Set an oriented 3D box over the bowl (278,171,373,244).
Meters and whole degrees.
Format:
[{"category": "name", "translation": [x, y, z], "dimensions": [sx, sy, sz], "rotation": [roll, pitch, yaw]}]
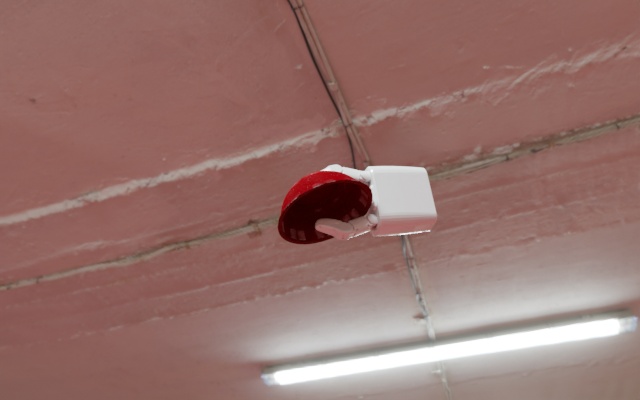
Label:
[{"category": "bowl", "translation": [-0.001, 0.002, 0.770], "dimensions": [0.162, 0.055, 0.162], "rotation": [-17, -34, -12]}]
